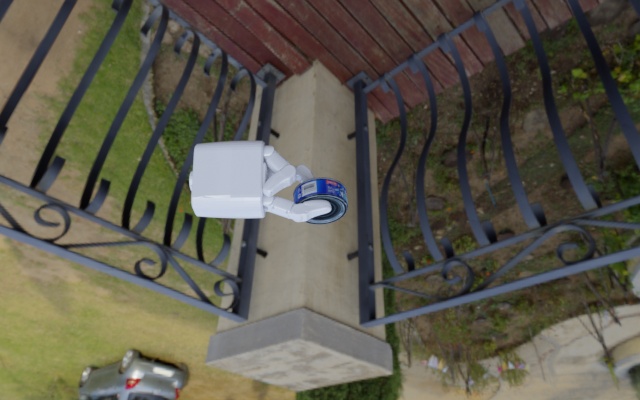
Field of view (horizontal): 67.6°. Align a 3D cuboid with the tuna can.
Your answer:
[{"bbox_3d":[0.000,0.003,0.752,0.086,0.033,0.086,-3,-35,-2],"label":"tuna can"}]
